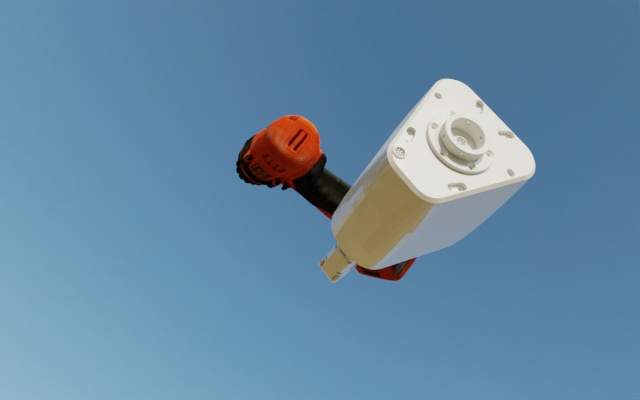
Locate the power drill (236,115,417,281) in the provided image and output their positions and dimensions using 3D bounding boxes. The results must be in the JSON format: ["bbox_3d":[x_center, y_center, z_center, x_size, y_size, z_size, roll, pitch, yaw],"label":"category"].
[{"bbox_3d":[0.001,0.002,0.477,0.188,0.057,0.184,39,-14,-13],"label":"power drill"}]
